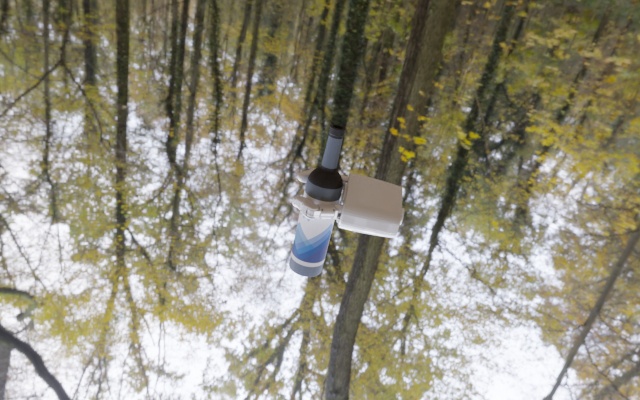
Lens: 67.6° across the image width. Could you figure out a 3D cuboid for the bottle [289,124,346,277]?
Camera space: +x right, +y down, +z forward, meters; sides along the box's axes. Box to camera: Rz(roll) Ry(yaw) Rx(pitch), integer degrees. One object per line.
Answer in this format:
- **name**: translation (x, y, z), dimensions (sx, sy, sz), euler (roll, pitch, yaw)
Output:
- **bottle**: translation (0.000, 0.003, 0.883), dimensions (0.069, 0.296, 0.069), euler (11, 26, -5)
